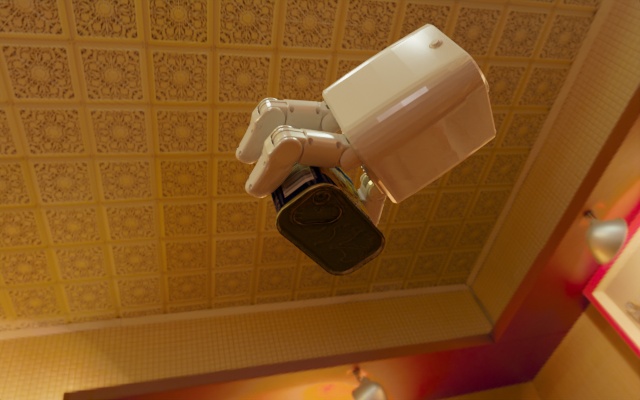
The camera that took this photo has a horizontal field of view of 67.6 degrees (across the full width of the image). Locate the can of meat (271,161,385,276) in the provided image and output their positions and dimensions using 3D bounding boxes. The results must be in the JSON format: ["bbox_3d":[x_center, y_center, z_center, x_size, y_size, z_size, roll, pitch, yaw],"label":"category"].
[{"bbox_3d":[0.000,0.001,0.405,0.057,0.084,0.102,-36,-49,12],"label":"can of meat"}]
